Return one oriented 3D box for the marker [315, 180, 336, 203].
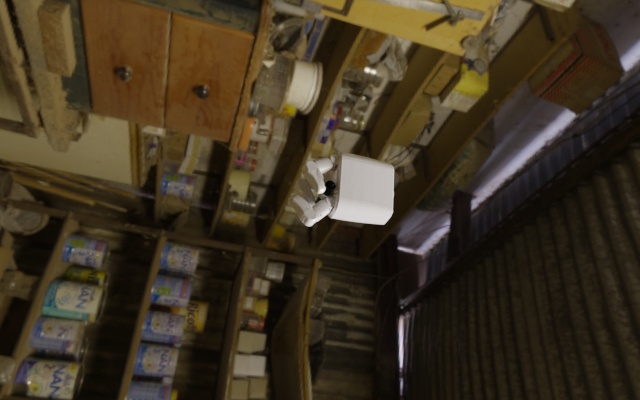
[{"bbox_3d":[0.000,0.003,0.840,0.020,0.020,0.121,0,-32,-22],"label":"marker"}]
